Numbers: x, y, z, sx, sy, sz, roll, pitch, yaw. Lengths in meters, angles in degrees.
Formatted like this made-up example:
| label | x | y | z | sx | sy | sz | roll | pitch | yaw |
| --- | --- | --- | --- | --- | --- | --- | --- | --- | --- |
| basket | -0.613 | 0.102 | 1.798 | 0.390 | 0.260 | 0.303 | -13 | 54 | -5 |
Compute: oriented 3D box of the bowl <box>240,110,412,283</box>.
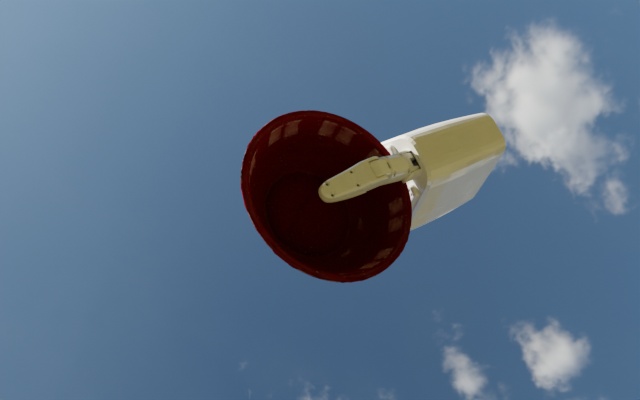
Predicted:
| label | x | y | z | sx | sy | sz | roll | pitch | yaw |
| --- | --- | --- | --- | --- | --- | --- | --- | --- | --- |
| bowl | -0.001 | 0.002 | 0.430 | 0.162 | 0.162 | 0.055 | 0 | -23 | -27 |
